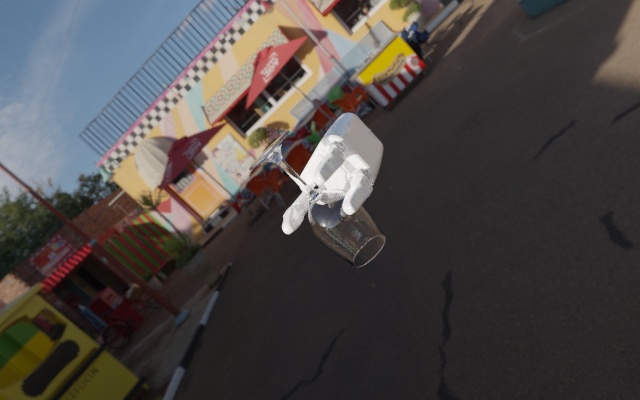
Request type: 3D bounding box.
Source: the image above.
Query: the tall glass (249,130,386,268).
[{"bbox_3d":[0.000,0.002,0.650,0.201,0.079,0.079,46,-12,-12],"label":"tall glass"}]
